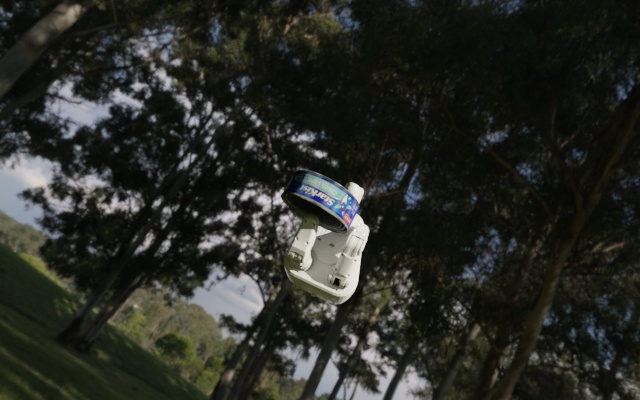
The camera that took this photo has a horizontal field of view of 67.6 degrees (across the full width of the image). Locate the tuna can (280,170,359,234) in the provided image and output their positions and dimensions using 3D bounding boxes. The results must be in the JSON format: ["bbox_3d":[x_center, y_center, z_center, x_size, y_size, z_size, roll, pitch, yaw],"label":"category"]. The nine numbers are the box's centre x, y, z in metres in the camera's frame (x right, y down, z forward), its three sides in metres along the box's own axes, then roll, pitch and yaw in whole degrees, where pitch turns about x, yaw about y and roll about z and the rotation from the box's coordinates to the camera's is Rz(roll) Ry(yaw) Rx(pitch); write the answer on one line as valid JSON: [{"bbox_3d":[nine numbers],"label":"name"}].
[{"bbox_3d":[0.000,0.001,0.540,0.086,0.033,0.086,27,-15,8],"label":"tuna can"}]
